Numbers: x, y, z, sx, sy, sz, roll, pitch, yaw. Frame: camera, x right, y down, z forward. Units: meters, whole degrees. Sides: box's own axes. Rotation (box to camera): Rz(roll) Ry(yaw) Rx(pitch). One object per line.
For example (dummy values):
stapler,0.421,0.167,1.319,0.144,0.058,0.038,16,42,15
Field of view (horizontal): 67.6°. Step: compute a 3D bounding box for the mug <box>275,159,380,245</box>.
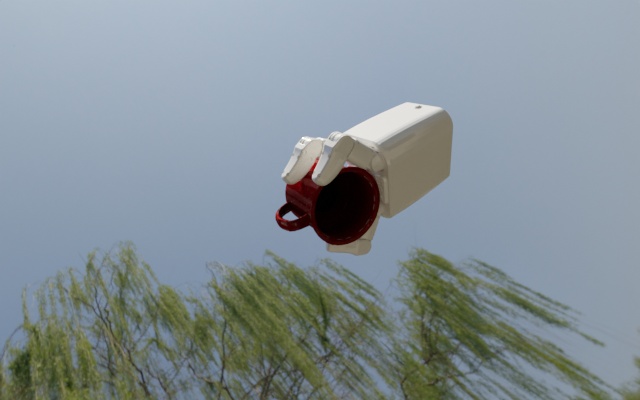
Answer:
mug,-0.001,0.003,0.566,0.117,0.093,0.081,-30,29,-20
